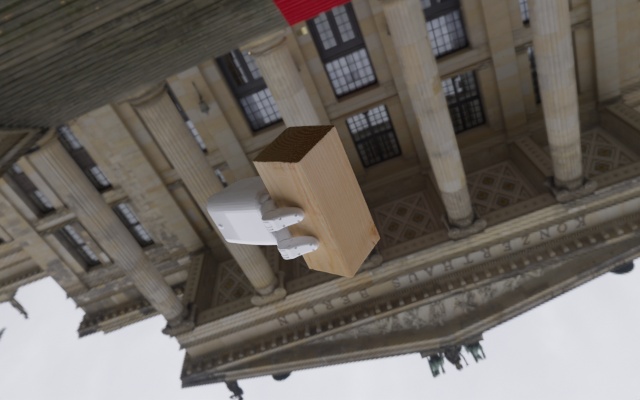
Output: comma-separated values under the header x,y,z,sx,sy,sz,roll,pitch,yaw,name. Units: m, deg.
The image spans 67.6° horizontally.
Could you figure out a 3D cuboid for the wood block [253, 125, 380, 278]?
x,y,z,sx,sy,sz,roll,pitch,yaw,name
0.000,0.002,0.696,0.090,0.206,0.090,5,43,40,wood block
